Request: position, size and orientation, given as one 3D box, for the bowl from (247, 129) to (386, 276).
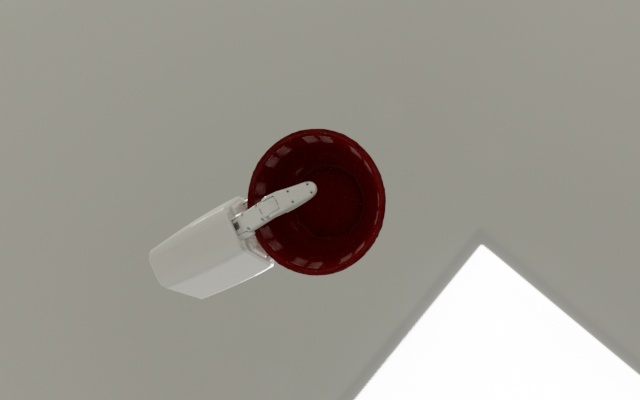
[{"bbox_3d":[0.001,0.001,0.546,0.162,0.162,0.055,0,0,20],"label":"bowl"}]
